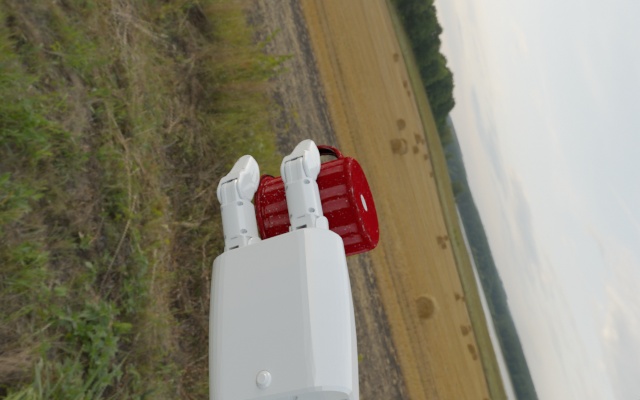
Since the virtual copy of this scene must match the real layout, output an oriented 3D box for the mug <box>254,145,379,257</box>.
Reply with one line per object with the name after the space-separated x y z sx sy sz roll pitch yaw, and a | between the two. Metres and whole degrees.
0.000 0.000 0.417 0.081 0.117 0.093 -16 -35 16 | mug
